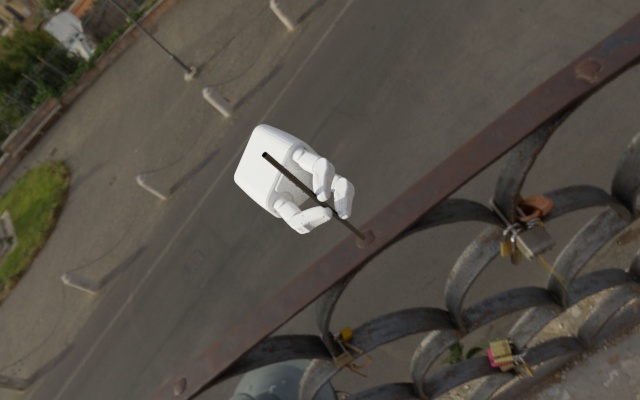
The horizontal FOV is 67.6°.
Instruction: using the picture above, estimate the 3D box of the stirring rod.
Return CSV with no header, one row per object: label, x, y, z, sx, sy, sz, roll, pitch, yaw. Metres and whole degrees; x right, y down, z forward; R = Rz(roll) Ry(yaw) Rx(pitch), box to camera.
stirring rod,0.000,0.002,0.629,0.011,0.011,0.240,0,-27,37
